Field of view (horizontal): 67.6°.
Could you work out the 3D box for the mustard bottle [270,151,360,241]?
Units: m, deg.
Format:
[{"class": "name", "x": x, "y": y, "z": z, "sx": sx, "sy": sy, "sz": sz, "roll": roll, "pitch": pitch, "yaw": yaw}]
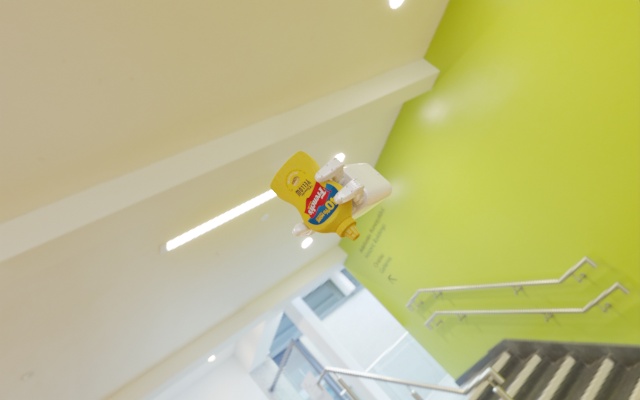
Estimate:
[{"class": "mustard bottle", "x": 0.000, "y": 0.003, "z": 0.873, "sx": 0.191, "sy": 0.096, "sz": 0.058, "roll": 44, "pitch": 8, "yaw": 20}]
